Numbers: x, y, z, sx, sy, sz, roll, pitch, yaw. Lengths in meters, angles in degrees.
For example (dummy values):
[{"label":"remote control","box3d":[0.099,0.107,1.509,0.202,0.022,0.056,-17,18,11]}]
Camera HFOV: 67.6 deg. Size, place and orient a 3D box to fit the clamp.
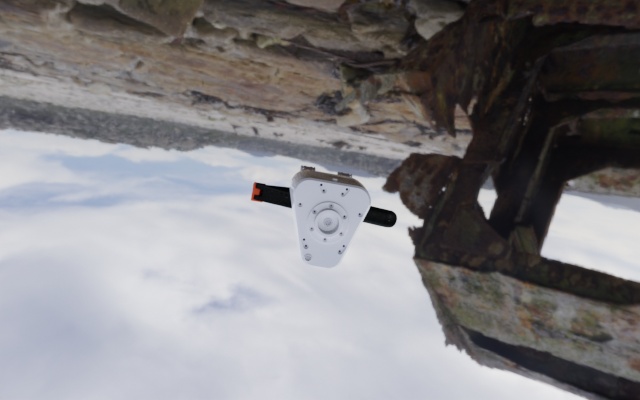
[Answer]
[{"label":"clamp","box3d":[-0.001,0.003,0.738,0.210,0.036,0.164,10,5,-4]}]
